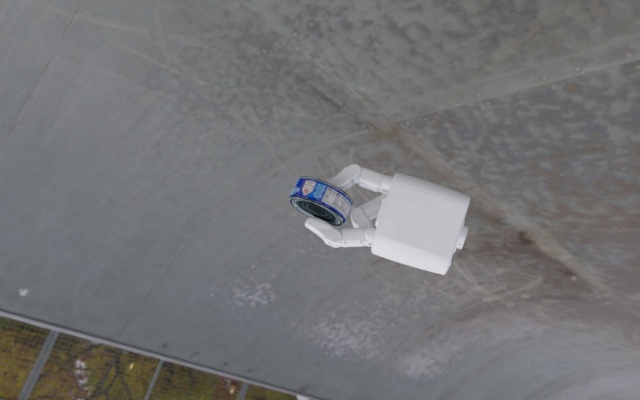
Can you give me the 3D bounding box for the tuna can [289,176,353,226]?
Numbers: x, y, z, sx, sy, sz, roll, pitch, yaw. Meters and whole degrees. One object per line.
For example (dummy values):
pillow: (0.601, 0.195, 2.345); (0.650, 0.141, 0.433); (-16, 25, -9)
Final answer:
tuna can: (0.000, 0.003, 0.664); (0.086, 0.033, 0.086); (23, -16, 7)
